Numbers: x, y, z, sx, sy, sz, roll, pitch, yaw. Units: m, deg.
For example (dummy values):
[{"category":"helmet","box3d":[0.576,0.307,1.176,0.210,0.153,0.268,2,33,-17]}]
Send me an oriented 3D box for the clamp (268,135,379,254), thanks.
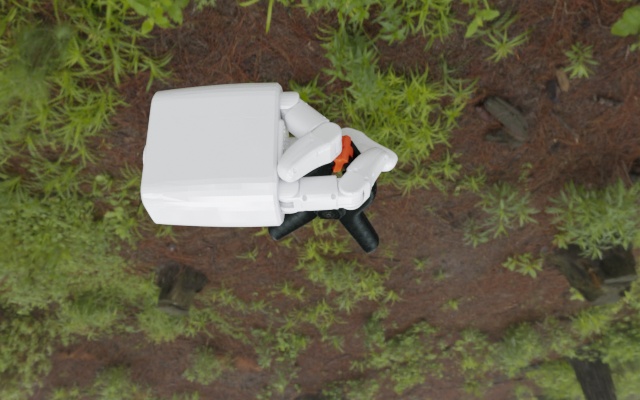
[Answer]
[{"category":"clamp","box3d":[0.000,0.002,0.466,0.120,0.039,0.172,-2,-36,3]}]
